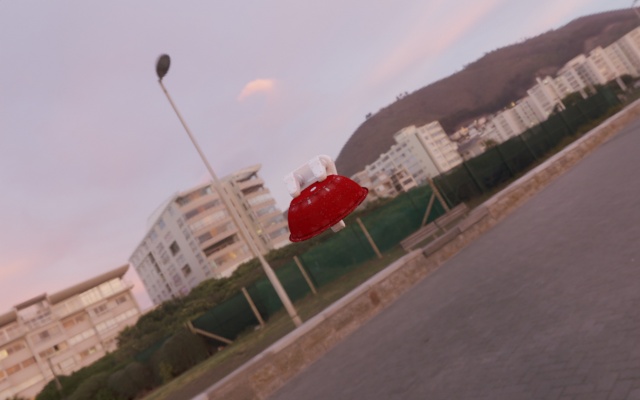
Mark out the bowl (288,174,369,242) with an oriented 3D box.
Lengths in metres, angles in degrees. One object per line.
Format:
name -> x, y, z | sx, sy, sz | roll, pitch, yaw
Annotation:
bowl -> 0.000, 0.002, 0.815 | 0.162, 0.055, 0.162 | -32, 12, 8
